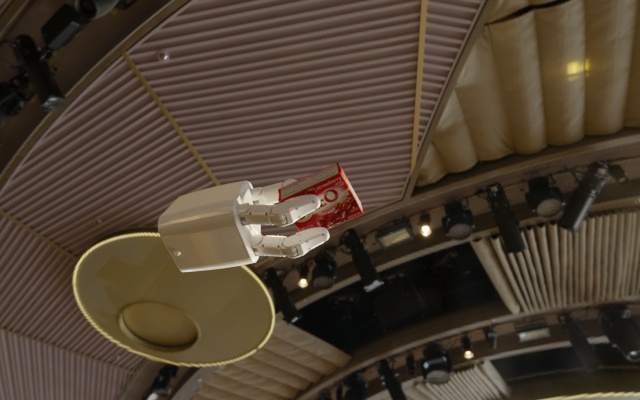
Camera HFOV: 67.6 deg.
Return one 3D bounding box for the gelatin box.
[{"bbox_3d":[0.000,0.002,0.618,0.089,0.073,0.030,-24,35,11],"label":"gelatin box"}]
